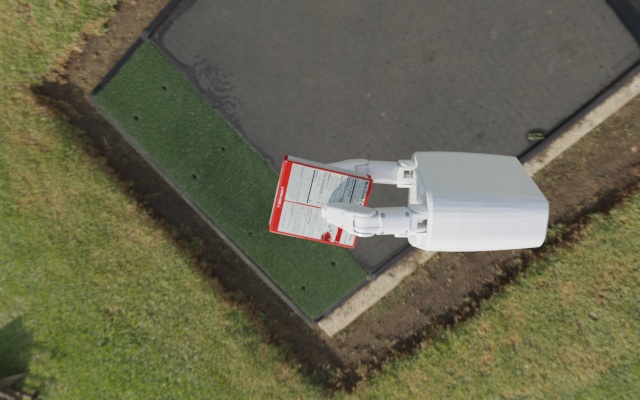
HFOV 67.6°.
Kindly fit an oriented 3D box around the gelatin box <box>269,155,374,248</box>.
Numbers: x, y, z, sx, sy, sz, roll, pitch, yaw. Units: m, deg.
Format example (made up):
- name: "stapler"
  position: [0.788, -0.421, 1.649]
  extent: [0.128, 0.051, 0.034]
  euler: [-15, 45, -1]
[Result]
- name: "gelatin box"
  position: [0.000, 0.002, 0.471]
  extent: [0.089, 0.073, 0.030]
  euler: [12, 15, -7]
